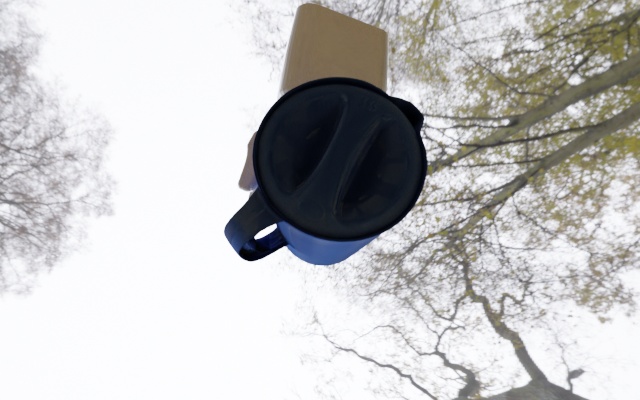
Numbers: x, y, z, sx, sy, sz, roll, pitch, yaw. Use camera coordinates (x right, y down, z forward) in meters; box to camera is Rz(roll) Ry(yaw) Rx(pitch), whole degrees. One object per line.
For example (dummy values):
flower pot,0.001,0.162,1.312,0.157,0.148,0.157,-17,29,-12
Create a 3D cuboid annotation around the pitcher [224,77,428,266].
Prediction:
pitcher,0.000,0.001,0.468,0.149,0.145,0.243,8,-16,-1
